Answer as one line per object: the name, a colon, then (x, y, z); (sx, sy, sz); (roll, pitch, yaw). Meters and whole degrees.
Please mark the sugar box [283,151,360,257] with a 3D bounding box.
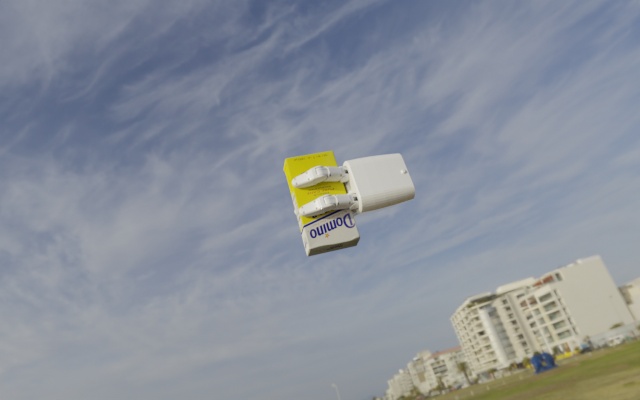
sugar box: (0.000, 0.002, 0.841); (0.093, 0.176, 0.048); (-12, -25, -13)
